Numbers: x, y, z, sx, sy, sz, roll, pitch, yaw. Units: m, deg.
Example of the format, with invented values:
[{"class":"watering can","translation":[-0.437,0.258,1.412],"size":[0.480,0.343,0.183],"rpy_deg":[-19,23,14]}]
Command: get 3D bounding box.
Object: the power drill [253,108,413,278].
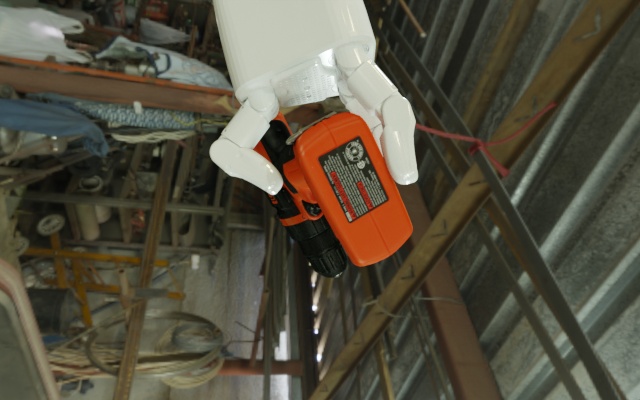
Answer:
[{"class":"power drill","translation":[0.000,0.001,0.410],"size":[0.057,0.184,0.187],"rpy_deg":[-33,14,-17]}]
